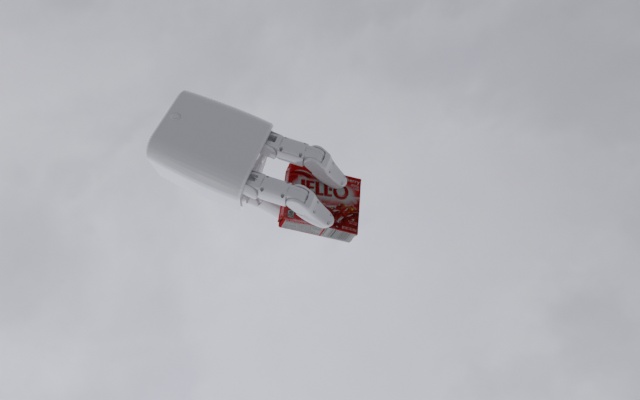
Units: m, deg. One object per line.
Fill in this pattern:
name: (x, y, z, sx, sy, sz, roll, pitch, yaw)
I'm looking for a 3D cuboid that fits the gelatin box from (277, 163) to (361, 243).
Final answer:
gelatin box: (0.000, 0.002, 0.545, 0.089, 0.073, 0.030, 14, -30, -13)
